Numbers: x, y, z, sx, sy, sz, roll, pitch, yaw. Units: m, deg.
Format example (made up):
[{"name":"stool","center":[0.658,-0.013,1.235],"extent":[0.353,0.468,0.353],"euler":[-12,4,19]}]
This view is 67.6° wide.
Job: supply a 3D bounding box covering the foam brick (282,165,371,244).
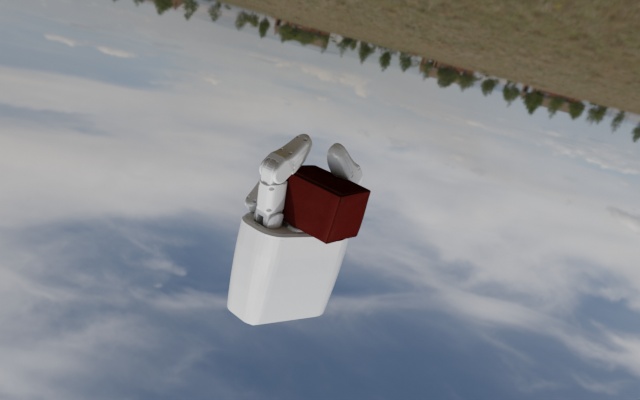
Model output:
[{"name":"foam brick","center":[0.000,0.002,0.471],"extent":[0.078,0.051,0.053],"euler":[27,20,34]}]
